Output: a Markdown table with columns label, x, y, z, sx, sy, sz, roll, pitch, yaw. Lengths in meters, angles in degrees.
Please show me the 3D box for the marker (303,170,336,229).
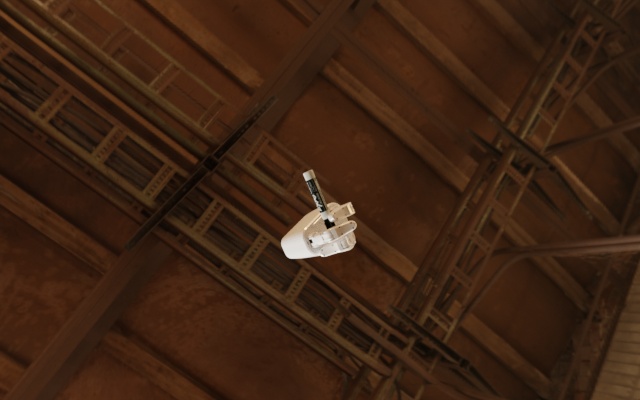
| label | x | y | z | sx | sy | sz | roll | pitch | yaw |
| --- | --- | --- | --- | --- | --- | --- | --- | --- | --- |
| marker | 0.000 | 0.003 | 0.871 | 0.020 | 0.121 | 0.020 | -23 | 1 | 0 |
